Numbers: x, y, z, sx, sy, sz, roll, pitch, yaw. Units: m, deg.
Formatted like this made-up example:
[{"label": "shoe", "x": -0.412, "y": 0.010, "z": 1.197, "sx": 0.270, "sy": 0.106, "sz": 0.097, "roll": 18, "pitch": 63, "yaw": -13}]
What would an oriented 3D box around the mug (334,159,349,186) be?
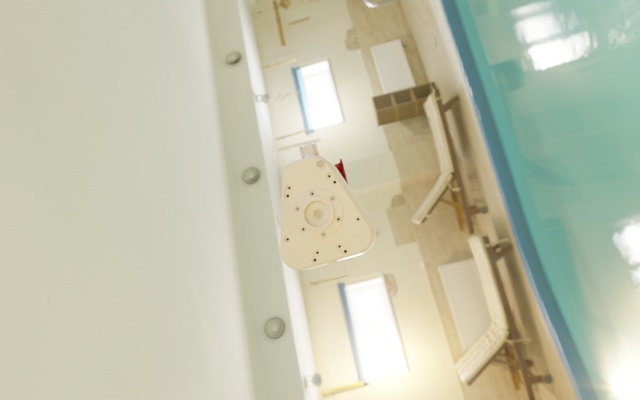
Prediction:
[{"label": "mug", "x": 0.000, "y": 0.002, "z": 0.628, "sx": 0.081, "sy": 0.093, "sz": 0.117, "roll": -14, "pitch": -6, "yaw": 3}]
